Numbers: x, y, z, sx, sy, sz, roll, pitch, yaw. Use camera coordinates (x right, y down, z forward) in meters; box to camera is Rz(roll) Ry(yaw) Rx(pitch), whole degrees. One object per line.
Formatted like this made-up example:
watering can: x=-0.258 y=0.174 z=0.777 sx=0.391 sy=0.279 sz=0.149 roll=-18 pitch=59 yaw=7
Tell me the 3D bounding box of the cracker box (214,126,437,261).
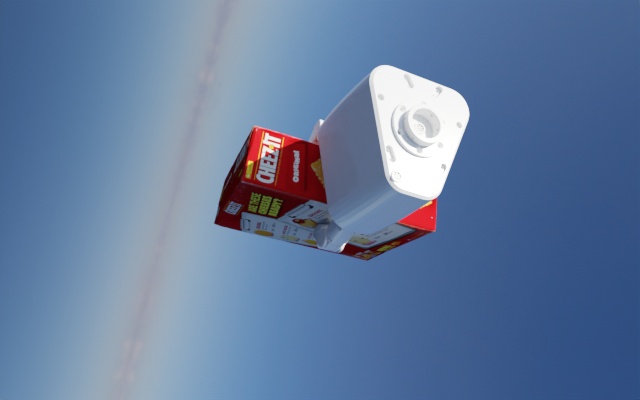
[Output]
cracker box: x=0.000 y=0.002 z=0.555 sx=0.214 sy=0.072 sz=0.164 roll=15 pitch=-23 yaw=-17
